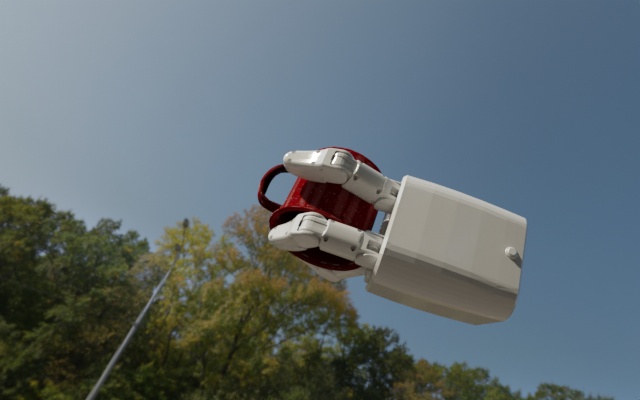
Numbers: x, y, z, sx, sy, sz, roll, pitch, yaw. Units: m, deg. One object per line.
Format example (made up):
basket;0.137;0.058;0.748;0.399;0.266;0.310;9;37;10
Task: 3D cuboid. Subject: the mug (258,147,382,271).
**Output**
mug;-0.001;0.001;0.442;0.117;0.081;0.093;20;-34;6
